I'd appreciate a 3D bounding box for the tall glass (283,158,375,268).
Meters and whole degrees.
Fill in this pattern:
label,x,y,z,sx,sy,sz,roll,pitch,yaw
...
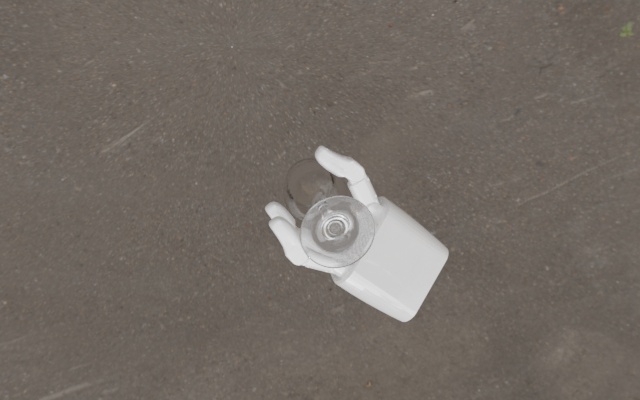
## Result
label,x,y,z,sx,sy,sz,roll,pitch,yaw
tall glass,0.000,0.002,0.549,0.079,0.079,0.201,0,18,-11
